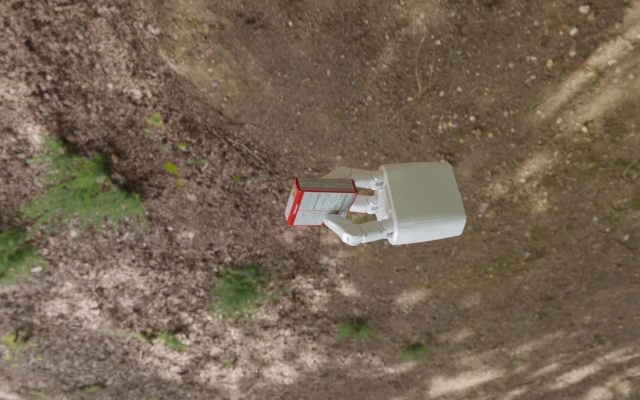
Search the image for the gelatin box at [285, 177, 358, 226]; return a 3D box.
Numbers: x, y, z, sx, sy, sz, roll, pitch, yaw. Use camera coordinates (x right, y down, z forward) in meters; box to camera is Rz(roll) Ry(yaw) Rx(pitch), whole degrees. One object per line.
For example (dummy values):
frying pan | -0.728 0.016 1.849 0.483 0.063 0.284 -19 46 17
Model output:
gelatin box | 0.000 0.003 0.680 0.089 0.030 0.073 0 -42 -20
